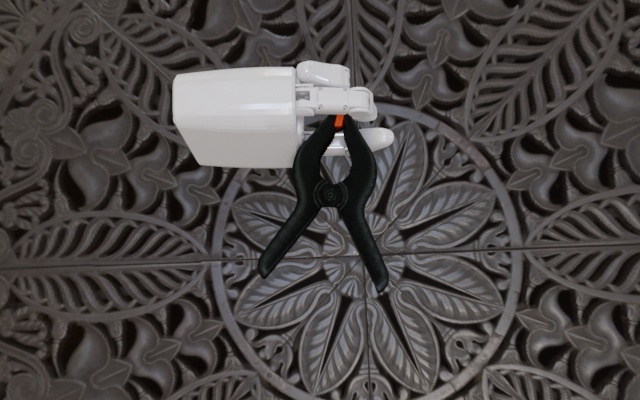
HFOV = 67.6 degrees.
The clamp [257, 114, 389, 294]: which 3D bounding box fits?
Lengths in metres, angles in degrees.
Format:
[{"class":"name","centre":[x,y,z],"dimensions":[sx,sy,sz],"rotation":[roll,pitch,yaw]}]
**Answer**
[{"class":"clamp","centre":[0.000,0.001,0.443],"dimensions":[0.120,0.171,0.039],"rotation":[-2,-6,-3]}]
